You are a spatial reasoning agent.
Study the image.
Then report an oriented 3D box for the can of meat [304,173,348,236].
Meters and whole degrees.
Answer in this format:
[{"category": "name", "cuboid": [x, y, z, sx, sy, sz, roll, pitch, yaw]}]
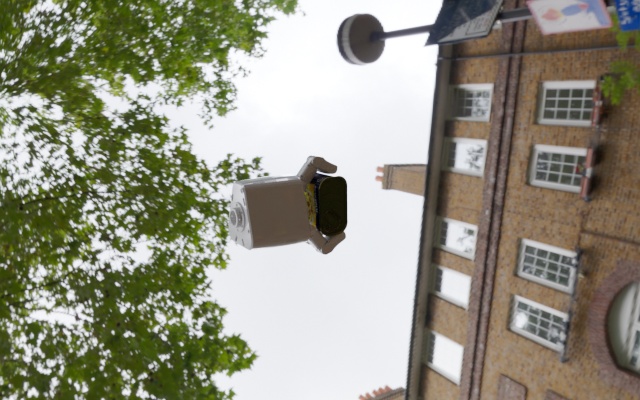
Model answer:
[{"category": "can of meat", "cuboid": [0.000, 0.003, 0.836, 0.057, 0.102, 0.084, -10, 16, -33]}]
